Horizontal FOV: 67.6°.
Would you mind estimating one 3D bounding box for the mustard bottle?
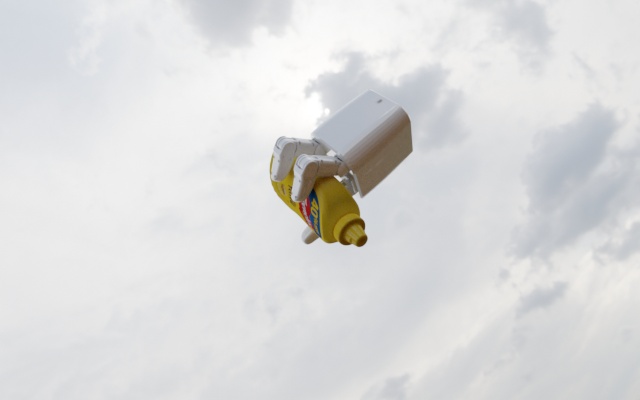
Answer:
[{"bbox_3d":[0.000,0.002,0.636,0.058,0.096,0.191,-22,41,-24],"label":"mustard bottle"}]
